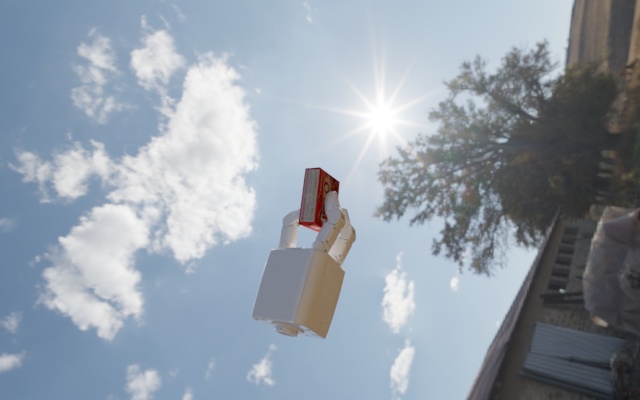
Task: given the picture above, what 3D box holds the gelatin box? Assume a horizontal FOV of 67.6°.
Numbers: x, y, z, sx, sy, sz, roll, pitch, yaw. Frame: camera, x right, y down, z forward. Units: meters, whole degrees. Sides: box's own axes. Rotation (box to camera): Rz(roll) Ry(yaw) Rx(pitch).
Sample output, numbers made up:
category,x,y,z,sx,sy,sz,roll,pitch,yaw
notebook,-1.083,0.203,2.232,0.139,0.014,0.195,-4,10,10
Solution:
category,x,y,z,sx,sy,sz,roll,pitch,yaw
gelatin box,0.000,0.002,0.731,0.030,0.089,0.073,-1,-15,26
